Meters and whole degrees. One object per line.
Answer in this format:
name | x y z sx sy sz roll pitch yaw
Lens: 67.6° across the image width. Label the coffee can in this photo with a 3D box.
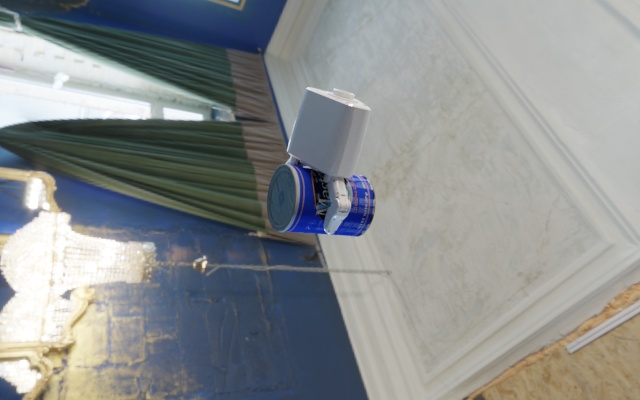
coffee can | 0.000 0.003 0.751 0.140 0.103 0.103 6 -3 -30
